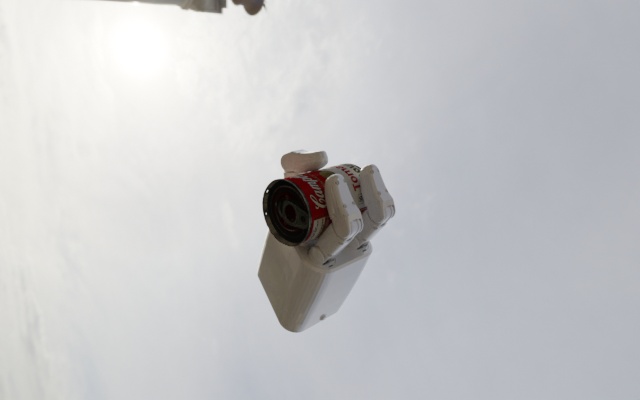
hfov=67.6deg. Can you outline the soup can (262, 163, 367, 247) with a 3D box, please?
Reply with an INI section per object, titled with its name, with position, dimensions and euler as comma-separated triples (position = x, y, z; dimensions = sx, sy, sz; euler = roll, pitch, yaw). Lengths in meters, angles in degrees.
[soup can]
position = 0.000, 0.001, 0.498
dimensions = 0.068, 0.068, 0.102
euler = 0, 12, 45
